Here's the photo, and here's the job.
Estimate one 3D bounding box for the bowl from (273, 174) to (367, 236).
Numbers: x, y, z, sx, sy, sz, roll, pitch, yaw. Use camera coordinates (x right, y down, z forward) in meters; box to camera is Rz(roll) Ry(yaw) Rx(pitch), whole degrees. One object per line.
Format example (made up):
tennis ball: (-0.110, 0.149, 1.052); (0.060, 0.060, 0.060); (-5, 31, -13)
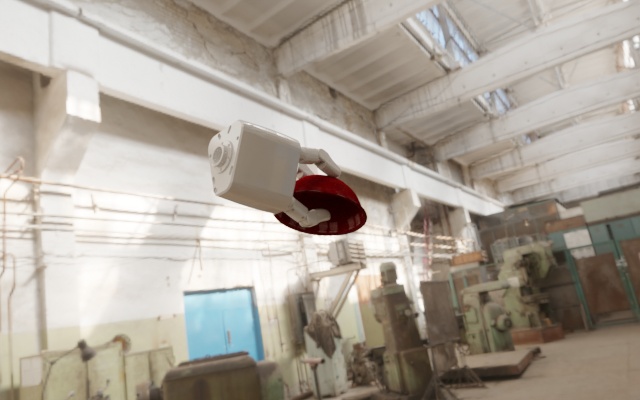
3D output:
bowl: (0.001, 0.003, 0.810); (0.162, 0.055, 0.162); (6, -29, 3)
